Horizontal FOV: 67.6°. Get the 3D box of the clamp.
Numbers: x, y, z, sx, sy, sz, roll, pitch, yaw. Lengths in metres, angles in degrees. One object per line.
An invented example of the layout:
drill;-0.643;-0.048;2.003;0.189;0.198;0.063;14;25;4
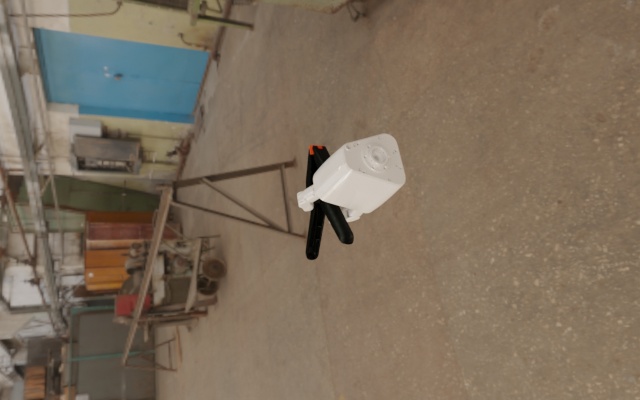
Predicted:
clamp;-0.001;0.002;0.868;0.036;0.210;0.165;1;-23;-26
